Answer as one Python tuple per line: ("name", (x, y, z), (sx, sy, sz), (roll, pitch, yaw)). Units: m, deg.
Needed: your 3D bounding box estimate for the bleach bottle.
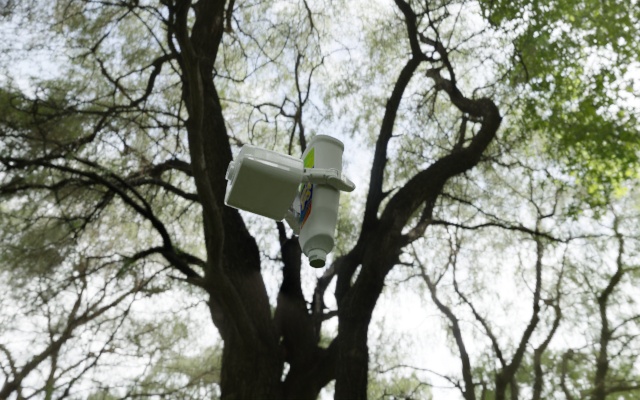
("bleach bottle", (0.000, 0.003, 0.847), (0.068, 0.250, 0.103), (17, -43, -18))
